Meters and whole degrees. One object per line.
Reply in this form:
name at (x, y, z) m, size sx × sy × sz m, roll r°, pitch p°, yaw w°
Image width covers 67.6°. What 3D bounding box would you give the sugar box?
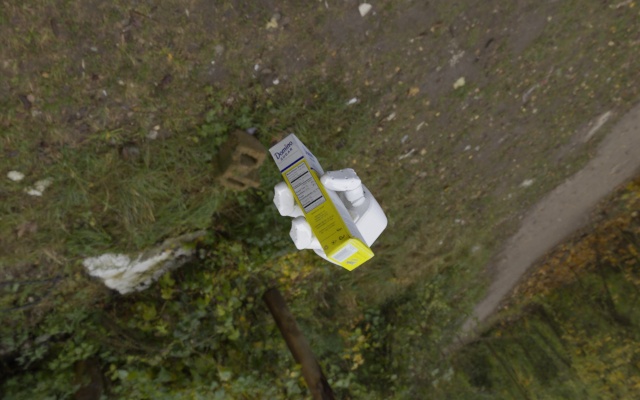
sugar box at (0.000, 0.003, 0.633) m, size 0.048 × 0.176 × 0.093 m, roll -36°, pitch -28°, yaw 7°
